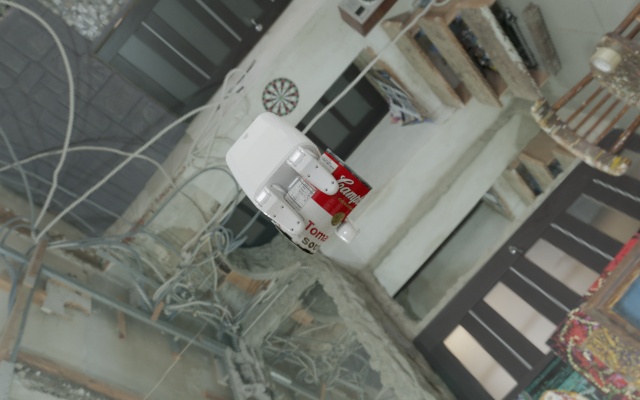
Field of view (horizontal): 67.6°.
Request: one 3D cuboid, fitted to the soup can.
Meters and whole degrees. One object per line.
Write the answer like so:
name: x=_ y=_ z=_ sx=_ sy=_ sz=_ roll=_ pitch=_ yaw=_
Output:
soup can: x=0.000 y=0.002 z=0.538 sx=0.068 sy=0.102 sz=0.068 roll=41 pitch=4 yaw=-4
